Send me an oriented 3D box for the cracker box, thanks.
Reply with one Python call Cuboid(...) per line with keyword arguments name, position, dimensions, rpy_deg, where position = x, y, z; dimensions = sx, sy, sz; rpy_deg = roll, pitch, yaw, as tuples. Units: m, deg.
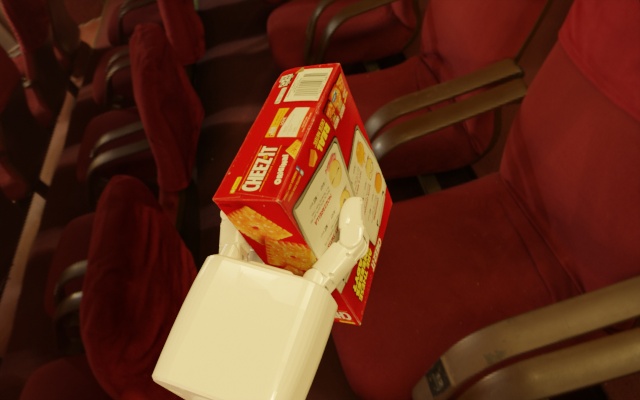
Cuboid(name="cracker box", position=(0.000, 0.001, 0.478), dimensions=(0.072, 0.164, 0.214), rpy_deg=(2, -37, 26))
